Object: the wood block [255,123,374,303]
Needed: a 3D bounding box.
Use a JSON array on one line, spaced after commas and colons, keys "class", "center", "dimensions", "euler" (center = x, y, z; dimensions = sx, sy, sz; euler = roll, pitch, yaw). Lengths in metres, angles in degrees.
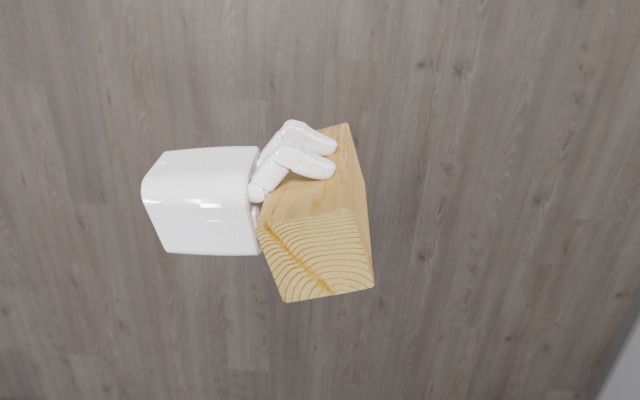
[{"class": "wood block", "center": [0.000, 0.002, 0.515], "dimensions": [0.090, 0.091, 0.206], "euler": [-12, 28, 9]}]
